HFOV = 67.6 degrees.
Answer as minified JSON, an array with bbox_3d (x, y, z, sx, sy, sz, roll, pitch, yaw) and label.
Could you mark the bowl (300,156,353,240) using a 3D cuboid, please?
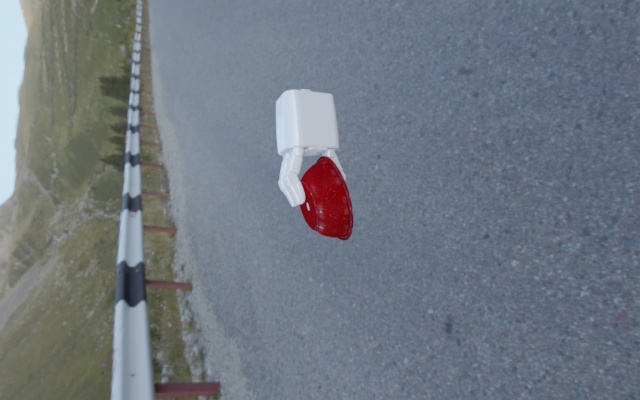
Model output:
[{"bbox_3d":[0.000,0.004,0.874,0.055,0.162,0.162,-16,5,-19],"label":"bowl"}]
